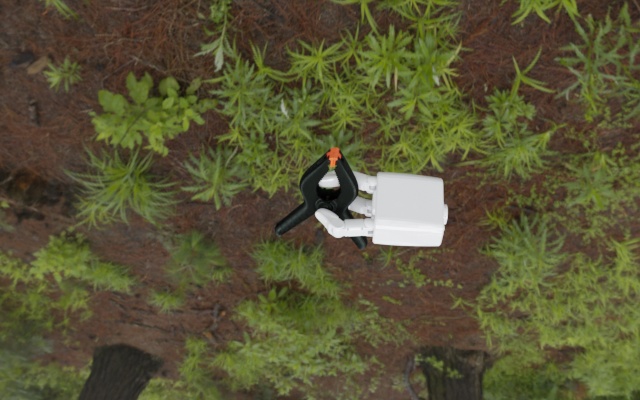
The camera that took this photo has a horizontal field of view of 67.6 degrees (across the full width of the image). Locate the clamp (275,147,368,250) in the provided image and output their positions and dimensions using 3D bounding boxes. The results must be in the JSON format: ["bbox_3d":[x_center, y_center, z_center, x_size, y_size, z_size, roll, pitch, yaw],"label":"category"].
[{"bbox_3d":[0.000,0.003,0.786,0.164,0.210,0.036,4,44,5],"label":"clamp"}]
